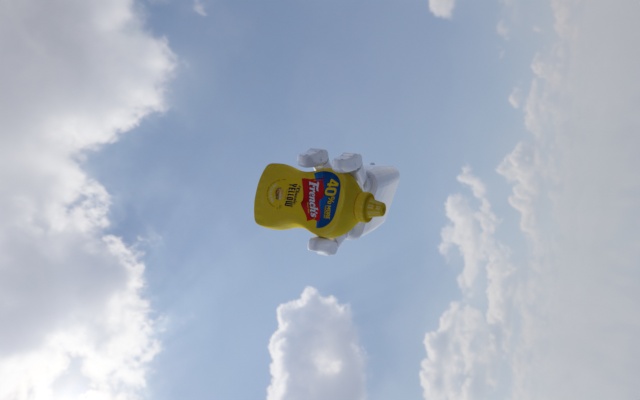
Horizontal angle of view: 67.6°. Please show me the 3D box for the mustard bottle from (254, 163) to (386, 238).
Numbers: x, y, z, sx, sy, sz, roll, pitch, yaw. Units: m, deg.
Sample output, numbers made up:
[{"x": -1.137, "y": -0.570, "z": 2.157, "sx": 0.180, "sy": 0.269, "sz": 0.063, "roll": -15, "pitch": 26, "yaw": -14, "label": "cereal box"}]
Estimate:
[{"x": 0.000, "y": 0.002, "z": 0.666, "sx": 0.191, "sy": 0.096, "sz": 0.058, "roll": 7, "pitch": -11, "yaw": 30, "label": "mustard bottle"}]
